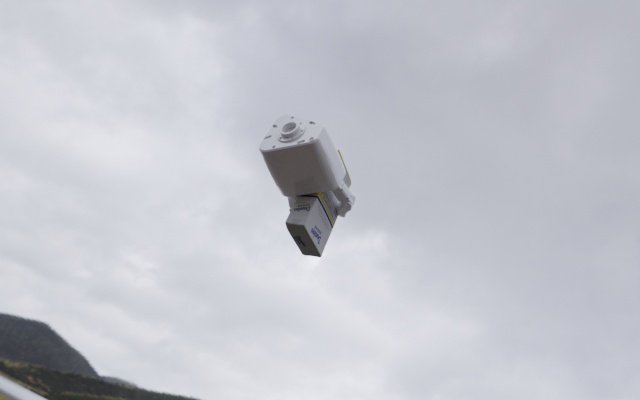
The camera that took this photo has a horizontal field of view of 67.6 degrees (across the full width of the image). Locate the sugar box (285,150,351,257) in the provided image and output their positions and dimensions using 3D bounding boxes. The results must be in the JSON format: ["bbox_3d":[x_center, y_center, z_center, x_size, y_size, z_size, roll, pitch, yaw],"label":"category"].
[{"bbox_3d":[0.000,0.003,0.852,0.048,0.176,0.093,6,-38,29],"label":"sugar box"}]
